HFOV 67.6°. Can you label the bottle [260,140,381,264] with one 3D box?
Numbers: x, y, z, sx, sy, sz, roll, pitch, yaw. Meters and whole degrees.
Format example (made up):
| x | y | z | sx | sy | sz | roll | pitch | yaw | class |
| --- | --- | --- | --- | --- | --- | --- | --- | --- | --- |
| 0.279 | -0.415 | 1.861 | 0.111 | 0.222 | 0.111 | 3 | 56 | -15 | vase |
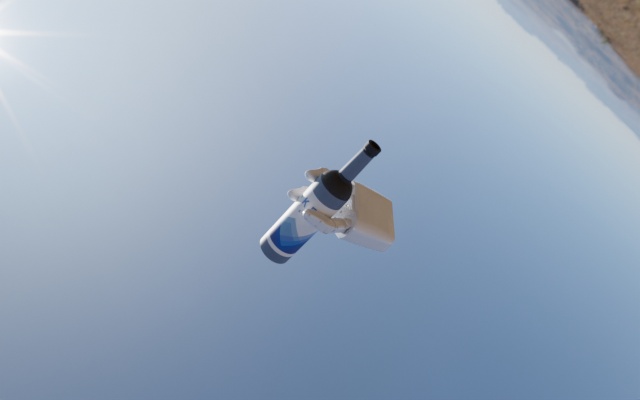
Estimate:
| x | y | z | sx | sy | sz | roll | pitch | yaw | class |
| --- | --- | --- | --- | --- | --- | --- | --- | --- | --- |
| 0.000 | 0.003 | 0.849 | 0.069 | 0.069 | 0.296 | 0 | -39 | -51 | bottle |
